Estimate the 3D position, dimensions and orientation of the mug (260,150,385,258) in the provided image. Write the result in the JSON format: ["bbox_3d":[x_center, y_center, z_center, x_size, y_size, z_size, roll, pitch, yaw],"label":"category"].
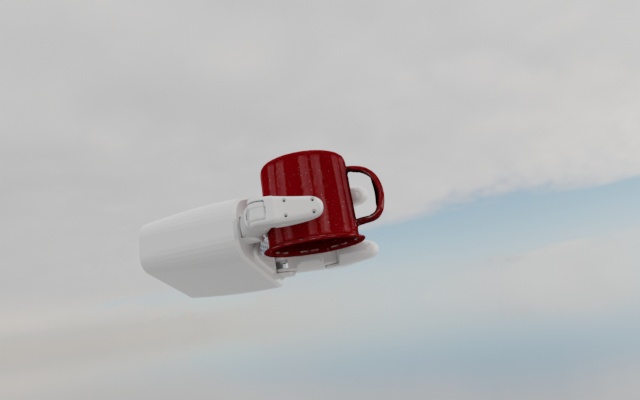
[{"bbox_3d":[0.001,0.001,0.439,0.117,0.081,0.093,-13,-14,14],"label":"mug"}]
